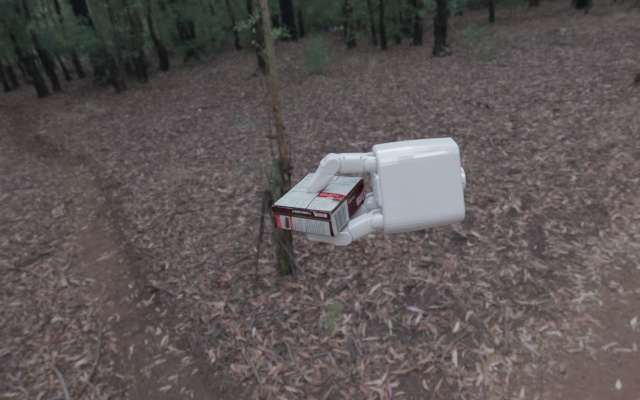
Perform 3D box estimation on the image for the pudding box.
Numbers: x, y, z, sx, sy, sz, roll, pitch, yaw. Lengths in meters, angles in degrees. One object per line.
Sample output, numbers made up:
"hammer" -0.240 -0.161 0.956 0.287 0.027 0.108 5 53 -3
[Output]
"pudding box" 0.000 0.002 0.651 0.090 0.039 0.113 6 27 26
